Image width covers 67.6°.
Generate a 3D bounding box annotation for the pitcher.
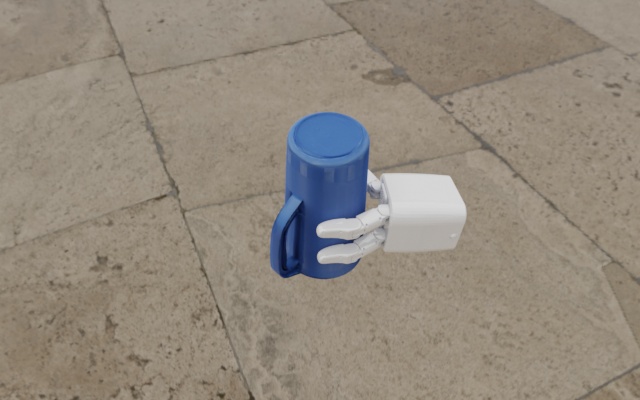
[{"bbox_3d":[0.000,0.002,0.694,0.145,0.149,0.243,1,-43,-1],"label":"pitcher"}]
